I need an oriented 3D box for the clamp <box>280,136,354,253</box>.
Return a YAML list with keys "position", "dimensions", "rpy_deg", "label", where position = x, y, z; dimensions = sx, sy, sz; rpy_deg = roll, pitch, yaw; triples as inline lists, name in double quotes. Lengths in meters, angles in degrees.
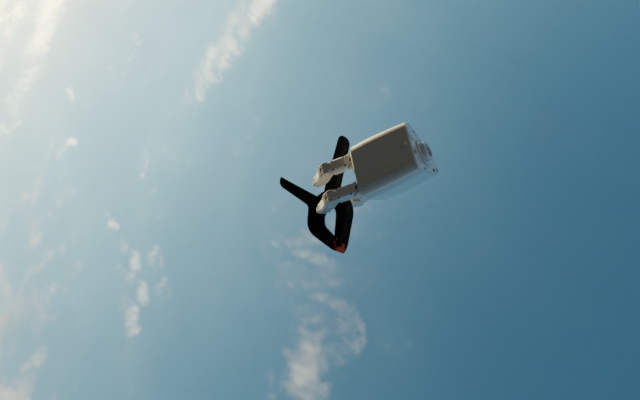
- position: [0.001, 0.003, 0.871]
  dimensions: [0.164, 0.210, 0.036]
  rpy_deg: [-26, -30, 30]
  label: "clamp"
